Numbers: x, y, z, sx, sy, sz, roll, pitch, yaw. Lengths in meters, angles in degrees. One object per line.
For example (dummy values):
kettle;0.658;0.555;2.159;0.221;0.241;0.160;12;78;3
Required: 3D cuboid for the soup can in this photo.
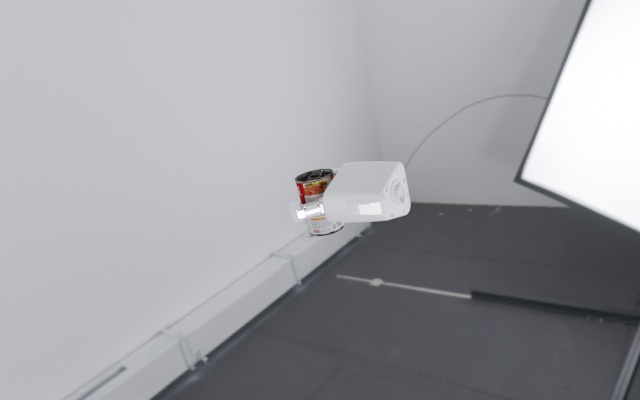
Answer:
soup can;0.000;0.003;0.833;0.068;0.102;0.068;-12;18;4
